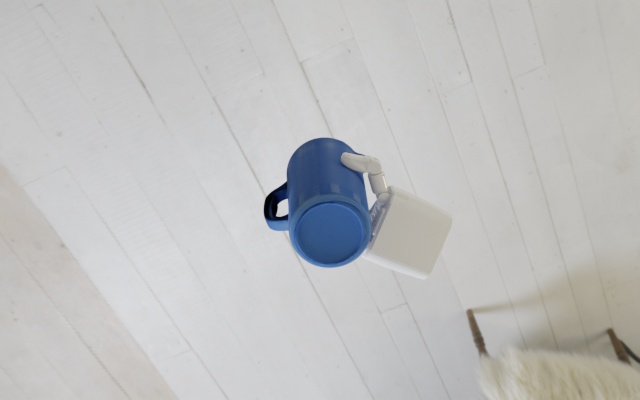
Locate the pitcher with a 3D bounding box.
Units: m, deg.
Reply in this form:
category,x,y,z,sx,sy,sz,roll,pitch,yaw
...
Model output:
category,x,y,z,sx,sy,sz,roll,pitch,yaw
pitcher,0.000,0.002,0.720,0.145,0.149,0.242,23,20,-10
